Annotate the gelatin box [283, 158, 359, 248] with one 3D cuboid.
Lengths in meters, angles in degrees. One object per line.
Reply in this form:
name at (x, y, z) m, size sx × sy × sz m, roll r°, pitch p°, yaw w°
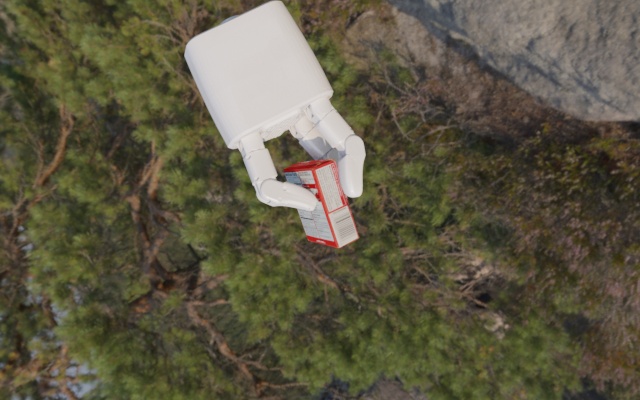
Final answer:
gelatin box at (0.000, 0.002, 0.507) m, size 0.030 × 0.089 × 0.073 m, roll -23°, pitch 12°, yaw -24°
